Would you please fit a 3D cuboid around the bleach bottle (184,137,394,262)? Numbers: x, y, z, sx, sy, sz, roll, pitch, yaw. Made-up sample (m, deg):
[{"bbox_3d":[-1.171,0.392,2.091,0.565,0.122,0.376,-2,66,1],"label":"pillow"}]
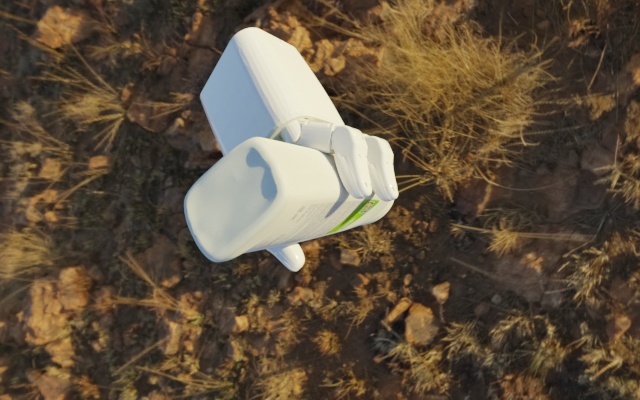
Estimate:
[{"bbox_3d":[0.000,0.001,0.452,0.102,0.068,0.251,-37,-19,25],"label":"bleach bottle"}]
